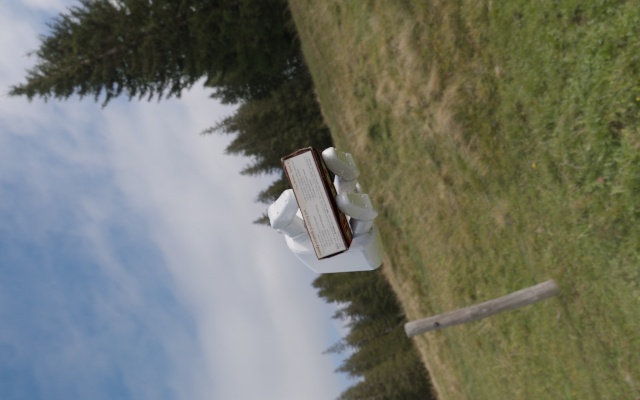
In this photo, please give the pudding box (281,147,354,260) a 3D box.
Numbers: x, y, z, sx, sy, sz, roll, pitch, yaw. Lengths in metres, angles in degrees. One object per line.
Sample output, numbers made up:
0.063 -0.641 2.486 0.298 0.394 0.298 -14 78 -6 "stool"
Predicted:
0.000 0.002 0.517 0.039 0.113 0.090 -22 0 7 "pudding box"
